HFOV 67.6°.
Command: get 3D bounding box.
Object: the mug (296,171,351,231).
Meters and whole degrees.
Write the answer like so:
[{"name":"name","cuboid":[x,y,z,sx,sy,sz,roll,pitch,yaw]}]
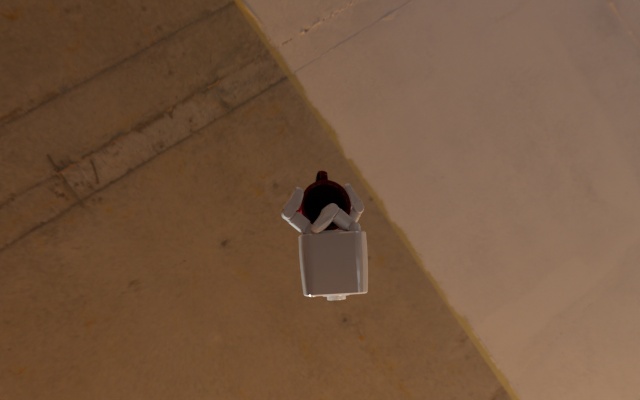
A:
[{"name":"mug","cuboid":[0.000,0.002,0.890,0.093,0.117,0.081,0,-9,-14]}]
